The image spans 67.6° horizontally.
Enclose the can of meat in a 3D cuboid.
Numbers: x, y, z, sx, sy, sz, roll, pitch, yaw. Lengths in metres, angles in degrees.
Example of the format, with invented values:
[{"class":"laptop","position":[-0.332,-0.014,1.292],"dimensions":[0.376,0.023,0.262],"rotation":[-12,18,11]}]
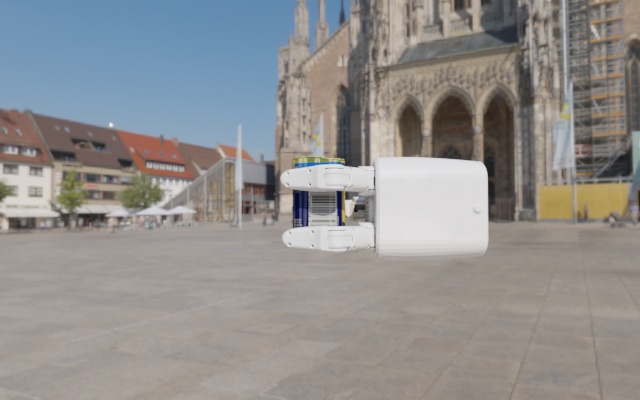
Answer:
[{"class":"can of meat","position":[0.000,0.001,0.495],"dimensions":[0.057,0.084,0.102],"rotation":[0,-2,3]}]
